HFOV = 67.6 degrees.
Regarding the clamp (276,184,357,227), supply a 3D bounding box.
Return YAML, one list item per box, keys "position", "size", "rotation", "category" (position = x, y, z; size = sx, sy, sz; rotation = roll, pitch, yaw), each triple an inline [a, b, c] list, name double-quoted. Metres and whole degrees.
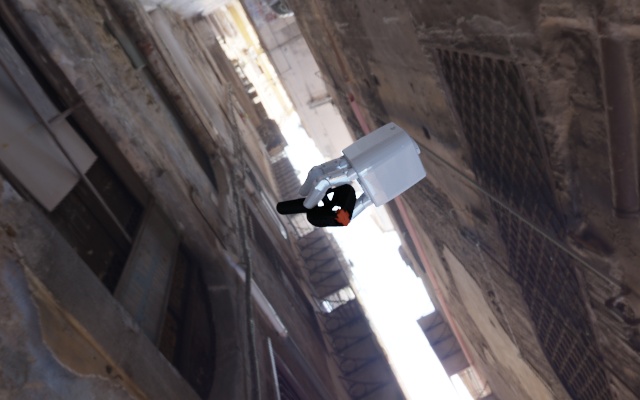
- position: [0.001, 0.003, 0.830]
  size: [0.164, 0.036, 0.210]
  rotation: [-35, 24, 4]
  category: "clamp"
